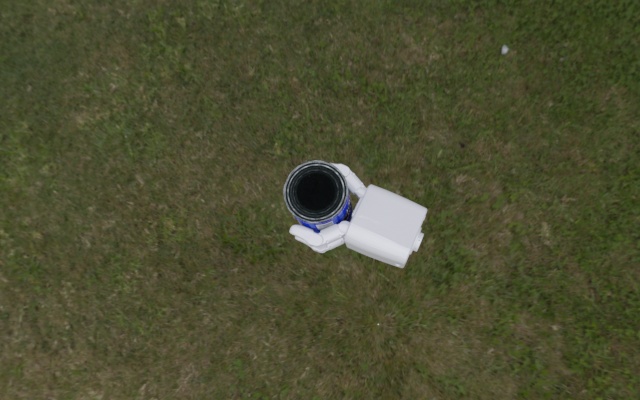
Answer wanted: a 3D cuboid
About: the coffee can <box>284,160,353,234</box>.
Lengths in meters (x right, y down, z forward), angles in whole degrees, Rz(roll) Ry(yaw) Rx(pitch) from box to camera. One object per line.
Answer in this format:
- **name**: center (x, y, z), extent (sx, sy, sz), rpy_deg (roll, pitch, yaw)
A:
- **coffee can**: center (0.000, 0.003, 0.814), extent (0.103, 0.102, 0.140), rpy_deg (0, -14, 7)
